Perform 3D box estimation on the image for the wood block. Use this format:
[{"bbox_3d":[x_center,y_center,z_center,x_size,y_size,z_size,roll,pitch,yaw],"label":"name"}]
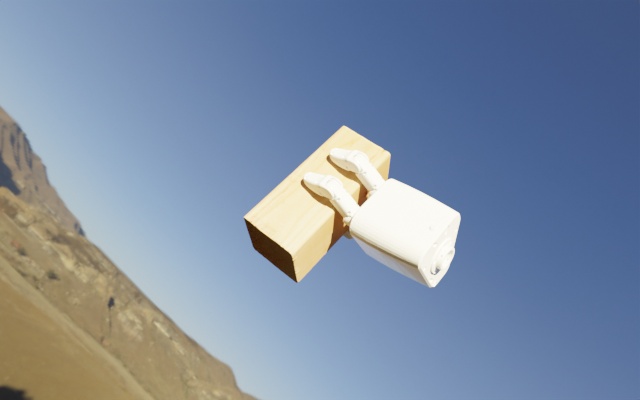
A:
[{"bbox_3d":[0.001,0.003,0.681,0.090,0.206,0.091,35,-26,23],"label":"wood block"}]
